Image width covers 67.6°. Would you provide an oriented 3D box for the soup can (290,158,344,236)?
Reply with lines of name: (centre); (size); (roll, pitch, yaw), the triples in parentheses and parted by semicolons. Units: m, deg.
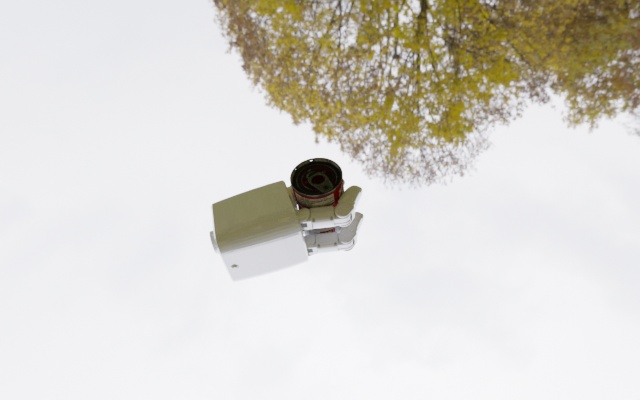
soup can: (0.001, 0.002, 0.644); (0.068, 0.068, 0.102); (0, -41, 9)
